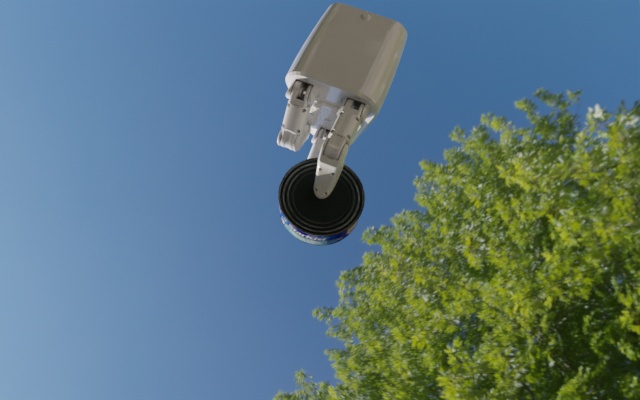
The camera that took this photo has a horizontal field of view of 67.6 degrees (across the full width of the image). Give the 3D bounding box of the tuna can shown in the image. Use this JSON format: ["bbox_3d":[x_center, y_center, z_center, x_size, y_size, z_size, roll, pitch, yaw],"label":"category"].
[{"bbox_3d":[0.000,0.002,0.485,0.086,0.086,0.034,0,-25,-5],"label":"tuna can"}]
